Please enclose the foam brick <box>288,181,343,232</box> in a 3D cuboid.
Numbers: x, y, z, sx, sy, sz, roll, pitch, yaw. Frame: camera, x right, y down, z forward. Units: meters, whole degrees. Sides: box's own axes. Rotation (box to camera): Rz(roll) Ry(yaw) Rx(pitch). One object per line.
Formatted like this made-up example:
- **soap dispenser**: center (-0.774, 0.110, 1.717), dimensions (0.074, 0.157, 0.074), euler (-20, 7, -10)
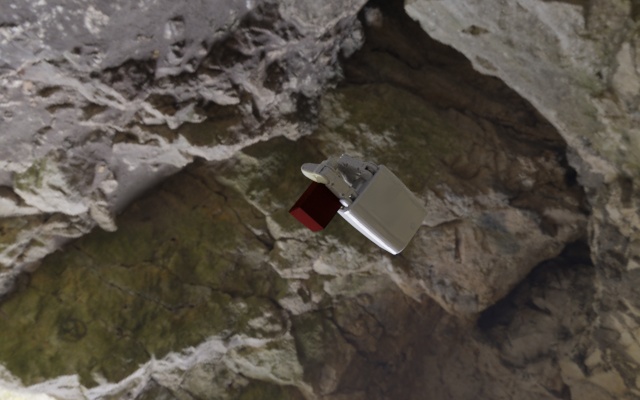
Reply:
- **foam brick**: center (0.000, 0.003, 0.729), dimensions (0.051, 0.078, 0.053), euler (43, -20, -11)
